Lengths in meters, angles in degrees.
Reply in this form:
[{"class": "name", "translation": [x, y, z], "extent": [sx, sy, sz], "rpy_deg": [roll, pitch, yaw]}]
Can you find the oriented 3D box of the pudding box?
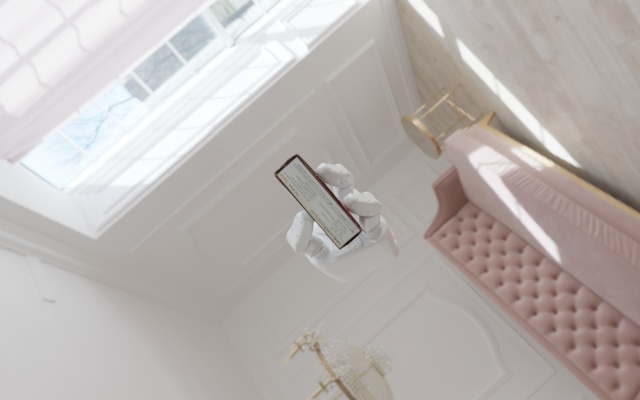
[{"class": "pudding box", "translation": [0.000, 0.002, 0.553], "extent": [0.039, 0.113, 0.090], "rpy_deg": [-43, -2, 1]}]
